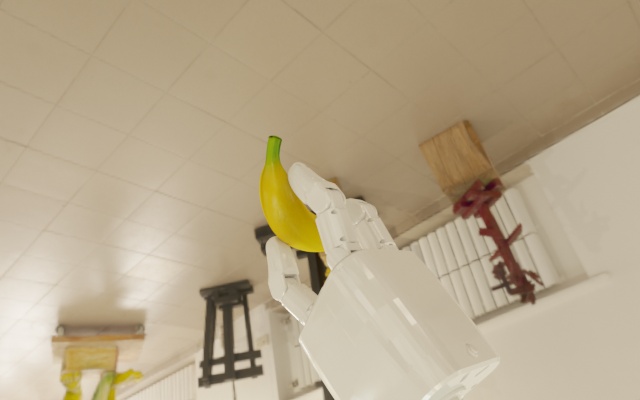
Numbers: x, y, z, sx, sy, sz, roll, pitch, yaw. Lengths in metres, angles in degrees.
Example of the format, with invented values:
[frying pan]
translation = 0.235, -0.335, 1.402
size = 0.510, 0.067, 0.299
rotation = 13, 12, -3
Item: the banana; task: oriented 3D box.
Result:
[banana]
translation = -0.011, 0.016, 0.464
size = 0.037, 0.069, 0.198
rotation = 25, -12, 30
